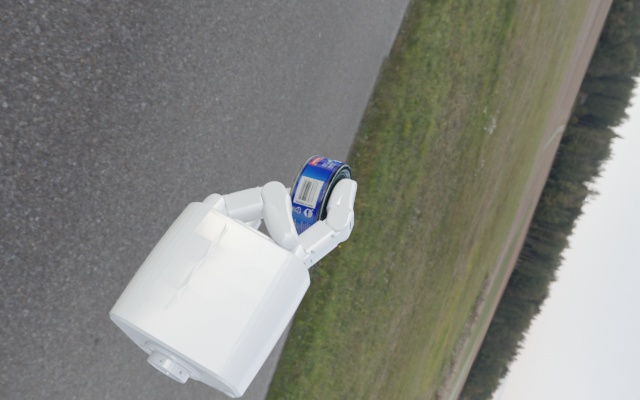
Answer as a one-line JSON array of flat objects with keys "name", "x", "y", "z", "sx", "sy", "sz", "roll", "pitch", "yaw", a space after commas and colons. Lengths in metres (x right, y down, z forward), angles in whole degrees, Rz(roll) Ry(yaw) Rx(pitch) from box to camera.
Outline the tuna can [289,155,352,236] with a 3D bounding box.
[{"name": "tuna can", "x": 0.001, "y": 0.002, "z": 0.460, "sx": 0.034, "sy": 0.086, "sz": 0.086, "roll": 17, "pitch": 5, "yaw": 19}]
